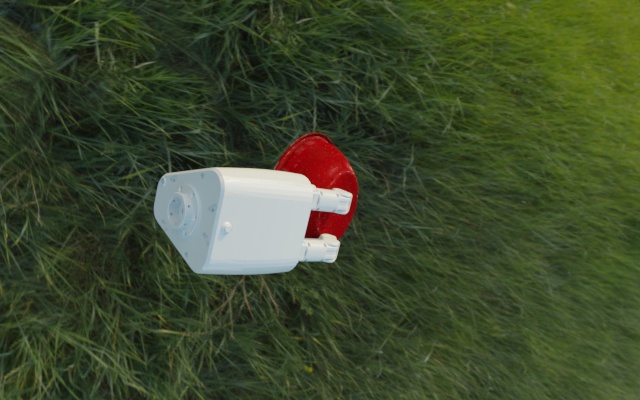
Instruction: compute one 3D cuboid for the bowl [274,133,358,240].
[{"bbox_3d":[0.001,0.002,0.585,0.055,0.162,0.162,18,9,29],"label":"bowl"}]
